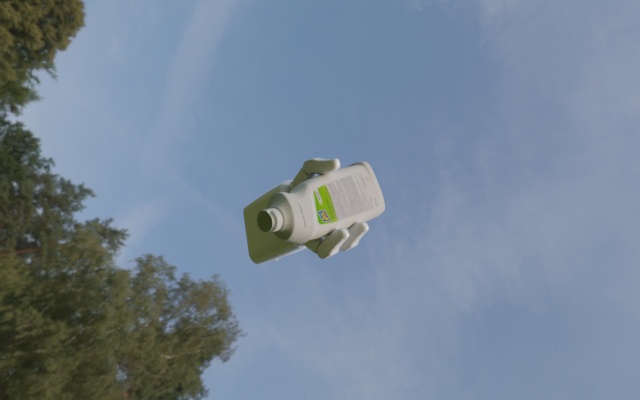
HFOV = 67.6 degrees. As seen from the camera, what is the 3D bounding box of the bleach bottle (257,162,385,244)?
[{"bbox_3d":[0.000,0.002,0.714,0.068,0.102,0.251,-27,-9,37],"label":"bleach bottle"}]
